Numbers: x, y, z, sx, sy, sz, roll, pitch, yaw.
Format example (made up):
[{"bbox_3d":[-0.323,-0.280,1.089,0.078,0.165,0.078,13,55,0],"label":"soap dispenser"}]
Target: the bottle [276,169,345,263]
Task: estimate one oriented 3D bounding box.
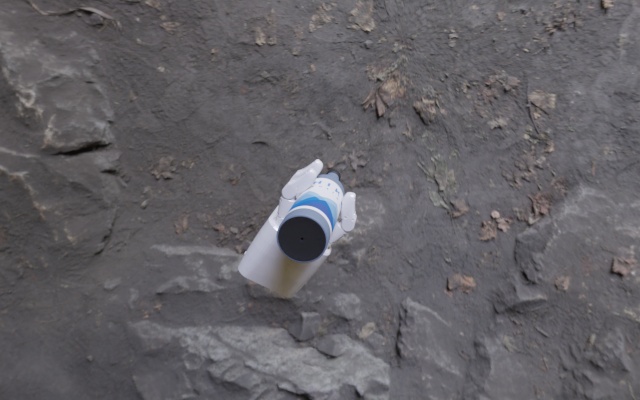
[{"bbox_3d":[0.000,0.002,0.737,0.069,0.069,0.295,0,18,10],"label":"bottle"}]
